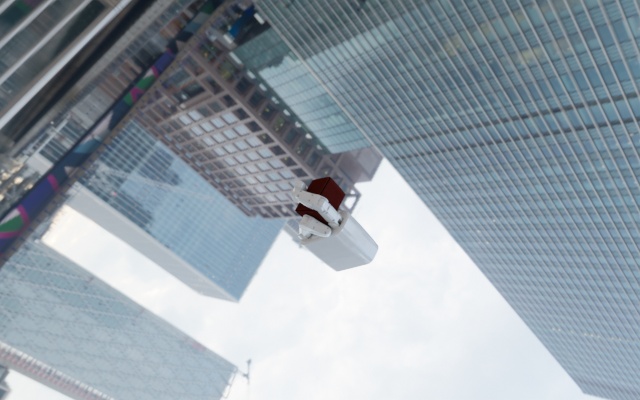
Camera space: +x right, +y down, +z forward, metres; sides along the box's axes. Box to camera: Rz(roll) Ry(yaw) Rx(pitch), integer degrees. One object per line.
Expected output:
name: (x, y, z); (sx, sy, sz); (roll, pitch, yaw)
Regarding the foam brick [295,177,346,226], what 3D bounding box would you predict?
foam brick: (0.000, 0.003, 0.894); (0.051, 0.078, 0.053); (44, -28, -28)
